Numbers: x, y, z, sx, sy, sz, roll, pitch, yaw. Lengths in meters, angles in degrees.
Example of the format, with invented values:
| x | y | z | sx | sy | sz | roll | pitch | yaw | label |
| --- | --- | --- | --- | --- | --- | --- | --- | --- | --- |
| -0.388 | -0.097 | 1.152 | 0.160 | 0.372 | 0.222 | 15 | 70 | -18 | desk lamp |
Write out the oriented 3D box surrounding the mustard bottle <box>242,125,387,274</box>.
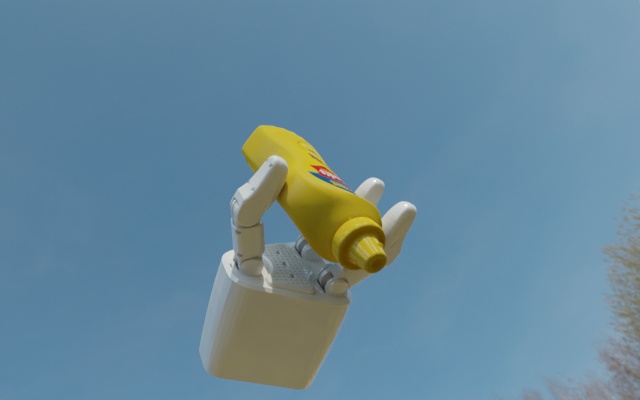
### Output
| x | y | z | sx | sy | sz | roll | pitch | yaw | label |
| --- | --- | --- | --- | --- | --- | --- | --- | --- | --- |
| 0.000 | 0.001 | 0.412 | 0.096 | 0.058 | 0.191 | 35 | 9 | -37 | mustard bottle |
